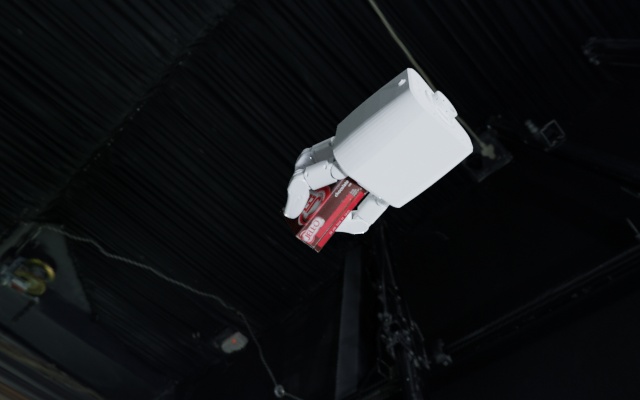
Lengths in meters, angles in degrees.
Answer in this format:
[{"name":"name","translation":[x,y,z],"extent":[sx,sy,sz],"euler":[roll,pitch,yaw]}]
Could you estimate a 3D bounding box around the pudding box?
[{"name":"pudding box","translation":[0.000,0.002,0.571],"extent":[0.039,0.090,0.113],"euler":[39,1,-17]}]
